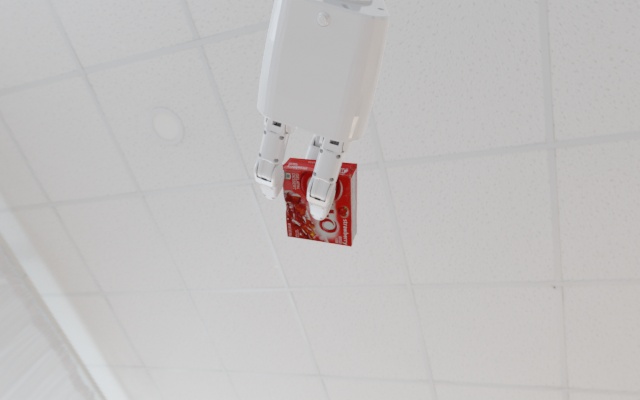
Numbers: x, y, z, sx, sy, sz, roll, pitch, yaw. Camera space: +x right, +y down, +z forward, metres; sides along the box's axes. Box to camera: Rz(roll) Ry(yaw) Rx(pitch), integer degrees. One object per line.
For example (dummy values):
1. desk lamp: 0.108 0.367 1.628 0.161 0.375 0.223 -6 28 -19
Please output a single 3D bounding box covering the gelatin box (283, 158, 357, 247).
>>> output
1. gelatin box: 0.000 0.002 0.498 0.073 0.089 0.030 8 35 15
